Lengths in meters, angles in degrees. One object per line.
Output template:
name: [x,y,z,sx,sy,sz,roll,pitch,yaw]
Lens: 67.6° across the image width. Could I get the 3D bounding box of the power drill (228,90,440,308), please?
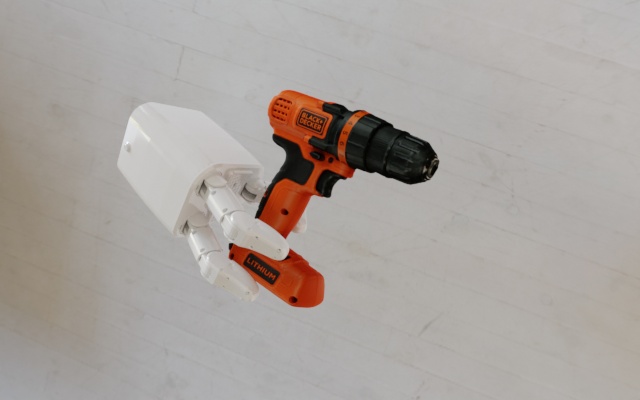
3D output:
power drill: [0.000,0.002,0.452,0.184,0.187,0.057,28,8,35]
